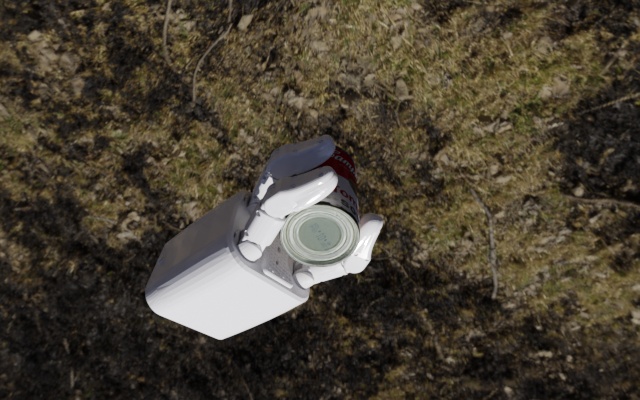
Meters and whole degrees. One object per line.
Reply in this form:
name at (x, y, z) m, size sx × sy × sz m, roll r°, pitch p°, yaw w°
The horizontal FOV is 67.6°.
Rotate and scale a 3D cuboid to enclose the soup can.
soup can at (0.001, 0.001, 0.426) m, size 0.068 × 0.068 × 0.102 m, roll 0°, pitch 34°, yaw 1°
